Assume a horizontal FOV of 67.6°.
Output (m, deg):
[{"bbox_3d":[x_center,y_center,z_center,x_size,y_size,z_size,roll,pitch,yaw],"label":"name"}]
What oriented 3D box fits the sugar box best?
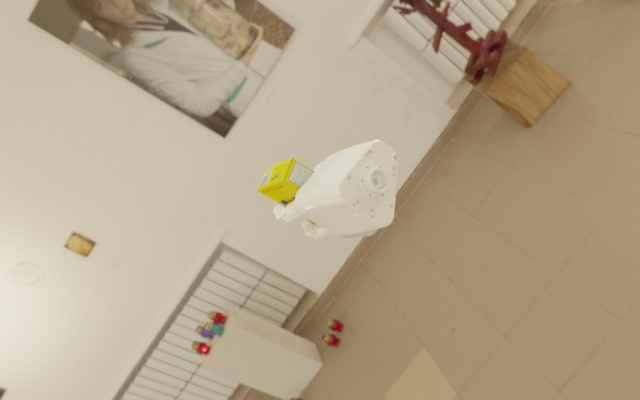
[{"bbox_3d":[0.000,0.003,0.731,0.176,0.048,0.093,32,-22,-23],"label":"sugar box"}]
